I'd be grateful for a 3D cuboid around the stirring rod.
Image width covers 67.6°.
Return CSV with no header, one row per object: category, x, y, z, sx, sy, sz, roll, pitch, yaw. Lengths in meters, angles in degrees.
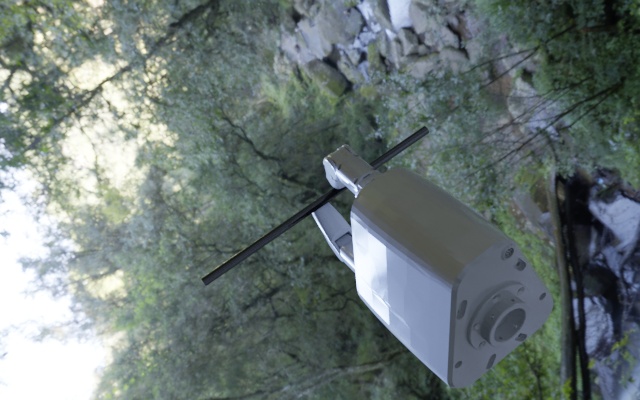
stirring rod,0.000,0.001,0.420,0.239,0.011,0.011,-34,7,-10
